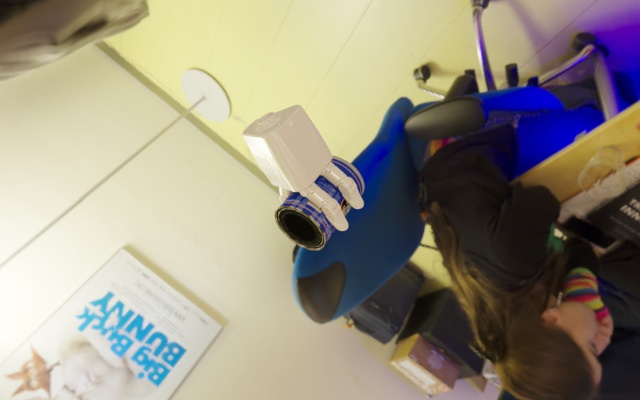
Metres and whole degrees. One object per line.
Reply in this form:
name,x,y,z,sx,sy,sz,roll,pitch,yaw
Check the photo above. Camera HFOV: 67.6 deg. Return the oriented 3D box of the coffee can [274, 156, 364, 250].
coffee can,0.000,0.003,0.843,0.103,0.103,0.140,0,41,43
